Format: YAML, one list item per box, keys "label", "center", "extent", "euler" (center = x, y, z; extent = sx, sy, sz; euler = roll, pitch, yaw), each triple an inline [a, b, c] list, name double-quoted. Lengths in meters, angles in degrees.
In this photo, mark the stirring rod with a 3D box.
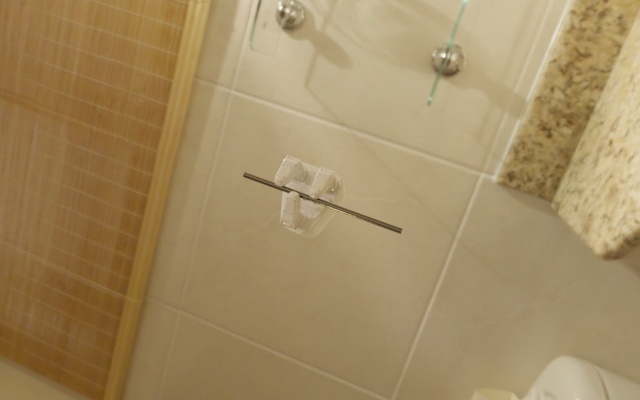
- label: "stirring rod"
  center: [0.000, 0.002, 0.676]
  extent: [0.239, 0.011, 0.011]
  euler: [20, 4, 10]
